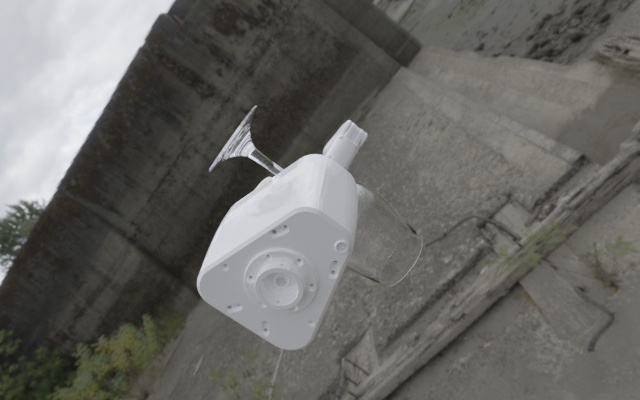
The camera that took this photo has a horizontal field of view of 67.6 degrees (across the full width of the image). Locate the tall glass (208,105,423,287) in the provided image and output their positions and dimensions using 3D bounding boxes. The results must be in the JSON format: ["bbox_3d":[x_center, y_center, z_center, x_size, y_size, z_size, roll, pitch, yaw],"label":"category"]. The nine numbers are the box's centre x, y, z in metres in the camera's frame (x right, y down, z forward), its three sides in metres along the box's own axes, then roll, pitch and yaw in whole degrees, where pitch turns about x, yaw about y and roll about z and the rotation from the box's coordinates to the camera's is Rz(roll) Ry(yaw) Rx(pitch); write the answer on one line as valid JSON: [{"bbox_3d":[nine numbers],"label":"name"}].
[{"bbox_3d":[0.000,0.001,0.448,0.201,0.079,0.079,36,-8,-11],"label":"tall glass"}]
